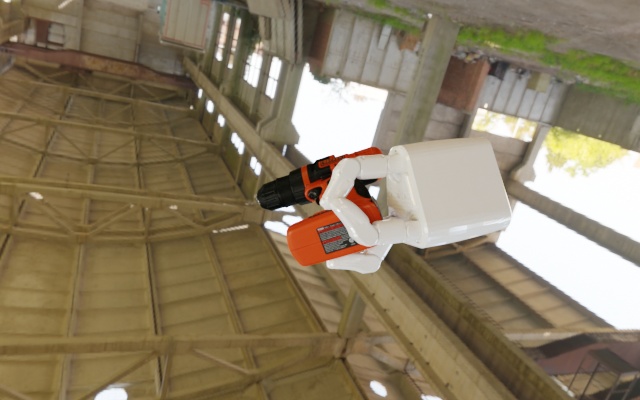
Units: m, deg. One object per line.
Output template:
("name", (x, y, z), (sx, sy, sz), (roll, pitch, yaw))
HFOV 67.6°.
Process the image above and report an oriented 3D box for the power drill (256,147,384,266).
("power drill", (0.000, 0.002, 0.592), (0.184, 0.057, 0.187), (-19, 27, 9))
